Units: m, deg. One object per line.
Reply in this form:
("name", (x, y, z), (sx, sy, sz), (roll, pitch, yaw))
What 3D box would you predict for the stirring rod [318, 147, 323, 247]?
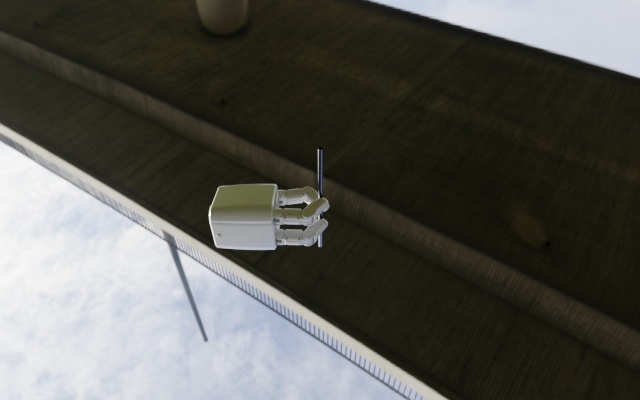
("stirring rod", (0.000, 0.003, 0.829), (0.011, 0.011, 0.240), (0, -44, 0))
